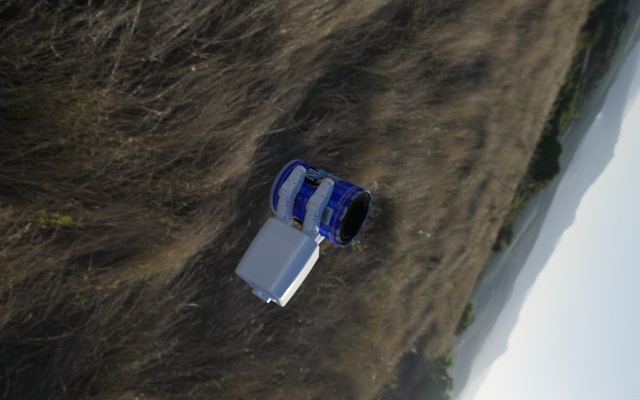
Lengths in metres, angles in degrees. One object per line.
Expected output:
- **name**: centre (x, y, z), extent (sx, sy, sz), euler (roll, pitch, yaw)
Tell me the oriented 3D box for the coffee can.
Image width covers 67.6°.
- **coffee can**: centre (0.000, 0.002, 0.805), extent (0.140, 0.103, 0.103), euler (25, 11, 26)
